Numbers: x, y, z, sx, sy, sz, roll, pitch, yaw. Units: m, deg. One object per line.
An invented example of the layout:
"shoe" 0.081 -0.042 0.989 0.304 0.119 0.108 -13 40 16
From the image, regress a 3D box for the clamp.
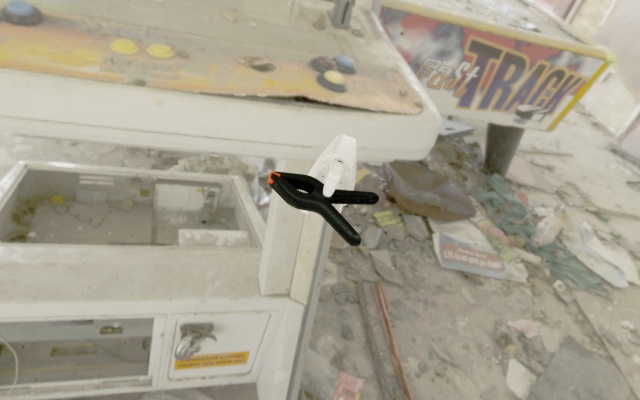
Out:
"clamp" 0.000 0.002 0.866 0.210 0.036 0.164 20 33 0
